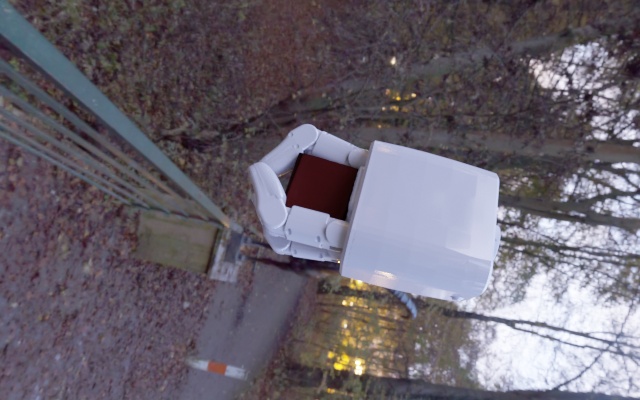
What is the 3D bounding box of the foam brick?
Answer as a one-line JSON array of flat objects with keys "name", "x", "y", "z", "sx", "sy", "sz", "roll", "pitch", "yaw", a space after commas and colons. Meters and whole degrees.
[{"name": "foam brick", "x": 0.000, "y": 0.001, "z": 0.417, "sx": 0.051, "sy": 0.053, "sz": 0.078, "roll": 16, "pitch": -15, "yaw": 6}]
